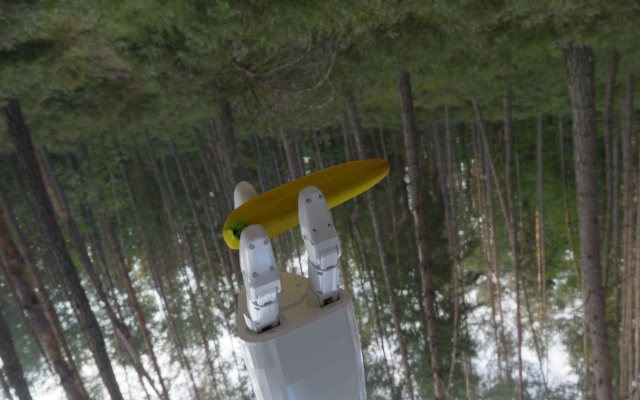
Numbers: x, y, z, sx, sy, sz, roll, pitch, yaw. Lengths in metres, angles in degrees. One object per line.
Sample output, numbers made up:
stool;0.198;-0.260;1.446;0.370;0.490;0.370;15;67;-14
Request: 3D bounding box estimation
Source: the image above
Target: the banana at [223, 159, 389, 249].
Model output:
banana;-0.016;0.003;0.418;0.069;0.037;0.197;-1;18;42
